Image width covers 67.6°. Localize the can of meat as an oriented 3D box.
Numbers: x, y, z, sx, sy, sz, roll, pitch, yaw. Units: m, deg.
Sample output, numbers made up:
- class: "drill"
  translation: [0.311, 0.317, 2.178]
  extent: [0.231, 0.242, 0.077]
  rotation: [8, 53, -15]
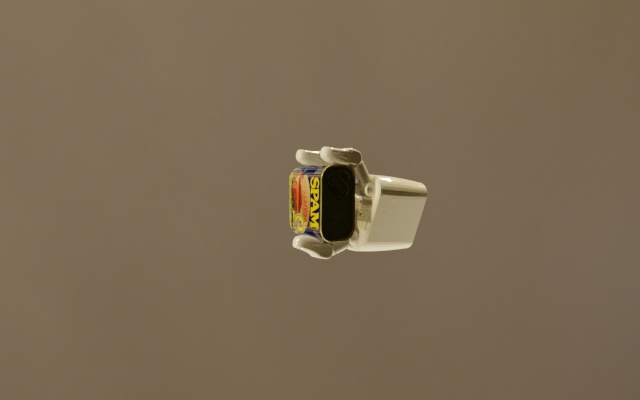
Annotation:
- class: "can of meat"
  translation: [0.000, 0.002, 0.663]
  extent: [0.057, 0.102, 0.084]
  rotation: [-2, 4, -36]
